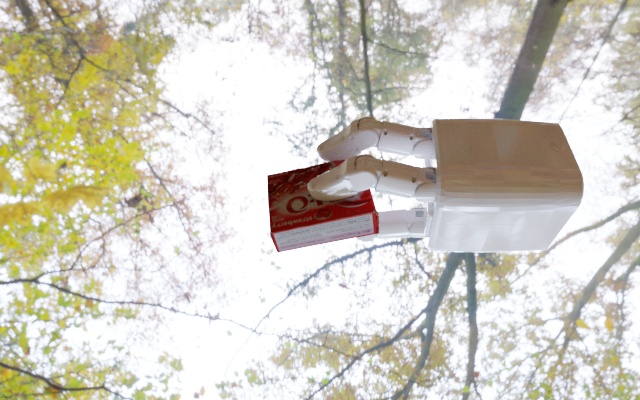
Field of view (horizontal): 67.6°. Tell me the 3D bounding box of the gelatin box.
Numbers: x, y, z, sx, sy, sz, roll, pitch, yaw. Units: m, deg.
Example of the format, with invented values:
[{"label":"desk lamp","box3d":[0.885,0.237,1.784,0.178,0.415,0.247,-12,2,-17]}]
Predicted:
[{"label":"gelatin box","box3d":[0.000,0.002,0.410,0.089,0.030,0.073,-12,44,2]}]
